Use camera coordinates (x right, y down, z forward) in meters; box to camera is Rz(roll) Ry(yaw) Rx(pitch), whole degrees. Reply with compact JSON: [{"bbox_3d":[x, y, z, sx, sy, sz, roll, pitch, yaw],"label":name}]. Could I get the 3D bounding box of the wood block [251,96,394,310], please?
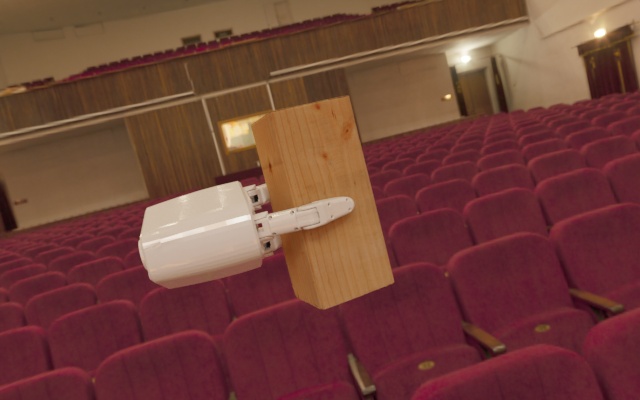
[{"bbox_3d":[0.000,0.002,0.528,0.090,0.206,0.091,-16,5,-21],"label":"wood block"}]
